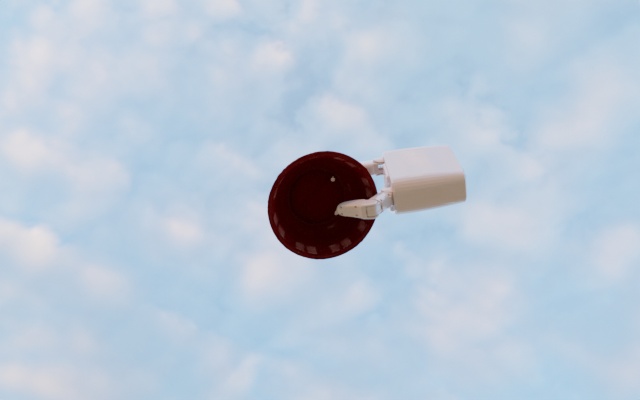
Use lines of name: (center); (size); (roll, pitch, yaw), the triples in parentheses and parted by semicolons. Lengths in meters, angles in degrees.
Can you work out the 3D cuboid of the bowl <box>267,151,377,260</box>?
bowl: (-0.001, 0.002, 0.700); (0.162, 0.162, 0.055); (0, 17, -13)
